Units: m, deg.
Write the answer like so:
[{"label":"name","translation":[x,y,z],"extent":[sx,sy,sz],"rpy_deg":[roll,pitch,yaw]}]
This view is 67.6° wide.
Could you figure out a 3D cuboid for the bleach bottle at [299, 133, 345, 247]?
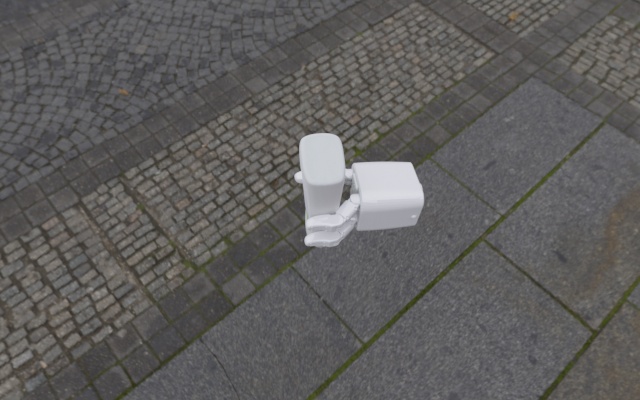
[{"label":"bleach bottle","translation":[0.000,0.003,0.825],"extent":[0.068,0.102,0.251],"rpy_deg":[-4,-32,-4]}]
